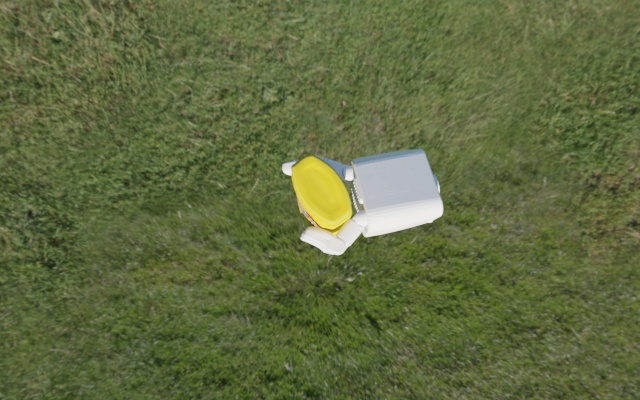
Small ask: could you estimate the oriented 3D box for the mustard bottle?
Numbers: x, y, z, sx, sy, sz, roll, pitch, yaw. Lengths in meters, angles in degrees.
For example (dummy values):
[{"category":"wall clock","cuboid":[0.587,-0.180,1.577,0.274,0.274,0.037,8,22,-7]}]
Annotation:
[{"category":"mustard bottle","cuboid":[0.000,0.002,0.679,0.058,0.096,0.192,-36,-8,-6]}]
